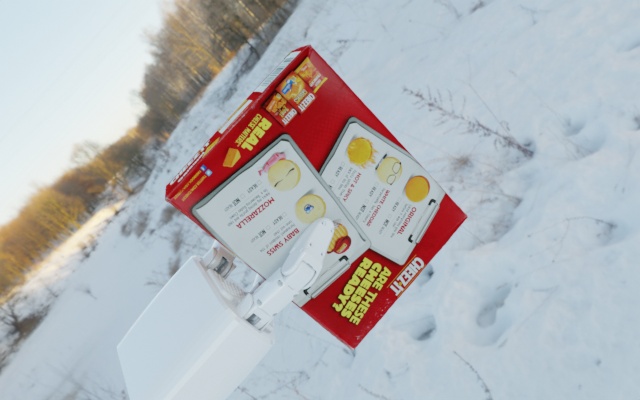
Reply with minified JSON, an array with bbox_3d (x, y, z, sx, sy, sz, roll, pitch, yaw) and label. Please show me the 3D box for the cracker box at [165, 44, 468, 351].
[{"bbox_3d":[0.000,0.001,0.424,0.214,0.164,0.072,43,-3,-21],"label":"cracker box"}]
